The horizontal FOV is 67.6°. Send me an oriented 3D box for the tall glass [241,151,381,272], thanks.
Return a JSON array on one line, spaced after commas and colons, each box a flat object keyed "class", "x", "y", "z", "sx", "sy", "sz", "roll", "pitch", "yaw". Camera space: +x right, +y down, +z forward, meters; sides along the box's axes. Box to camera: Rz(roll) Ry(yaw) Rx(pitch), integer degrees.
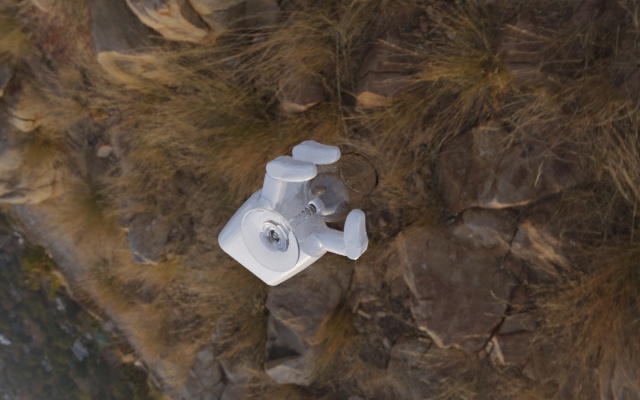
[{"class": "tall glass", "x": 0.000, "y": 0.002, "z": 0.560, "sx": 0.079, "sy": 0.079, "sz": 0.201, "roll": 0, "pitch": 23, "yaw": 35}]
